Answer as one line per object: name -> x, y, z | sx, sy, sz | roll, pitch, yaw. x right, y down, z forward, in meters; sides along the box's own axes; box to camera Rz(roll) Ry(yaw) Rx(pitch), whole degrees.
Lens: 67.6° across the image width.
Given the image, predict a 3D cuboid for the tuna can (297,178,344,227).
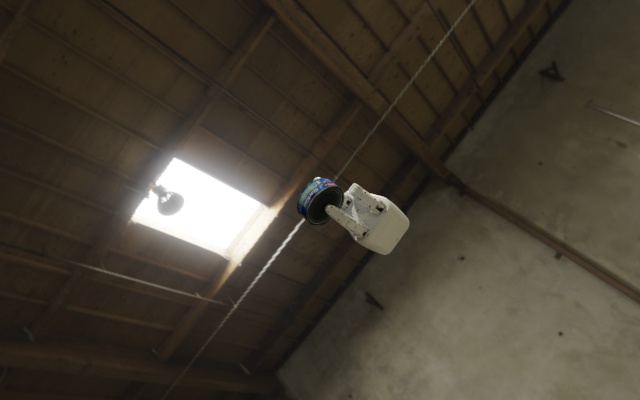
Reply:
tuna can -> 0.000, 0.002, 0.861 | 0.086, 0.086, 0.033 | 0, 32, -46
